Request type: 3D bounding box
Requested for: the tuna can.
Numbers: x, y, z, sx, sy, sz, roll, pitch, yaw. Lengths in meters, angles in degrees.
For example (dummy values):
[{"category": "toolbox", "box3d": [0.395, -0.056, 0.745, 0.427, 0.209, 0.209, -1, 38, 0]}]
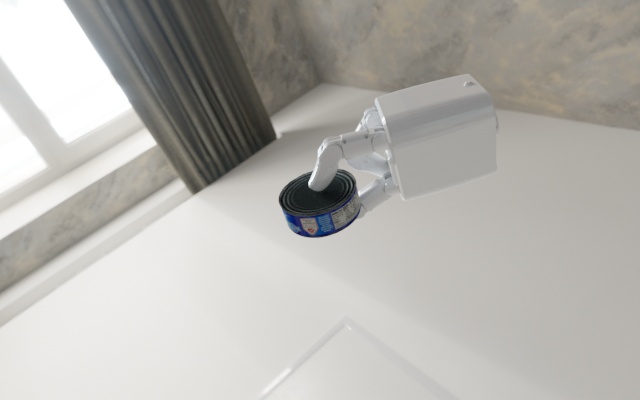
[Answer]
[{"category": "tuna can", "box3d": [0.000, 0.002, 0.518, 0.086, 0.034, 0.086, -12, 33, 8]}]
